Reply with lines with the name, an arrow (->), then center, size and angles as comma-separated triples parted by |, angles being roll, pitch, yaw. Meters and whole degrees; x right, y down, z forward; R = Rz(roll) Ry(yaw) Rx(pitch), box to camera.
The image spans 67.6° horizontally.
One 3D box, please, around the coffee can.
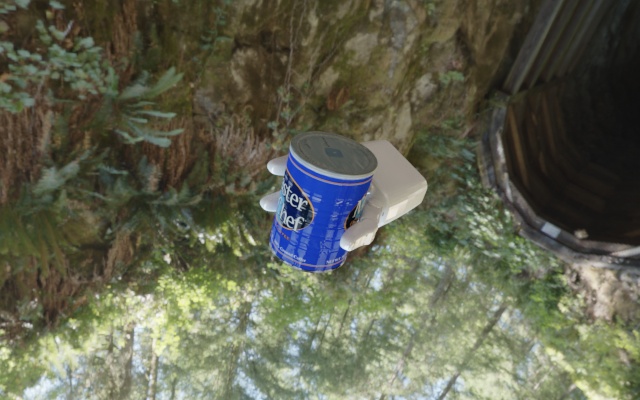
coffee can -> 0.000, 0.002, 0.578 | 0.103, 0.140, 0.102 | 12, 31, -7
